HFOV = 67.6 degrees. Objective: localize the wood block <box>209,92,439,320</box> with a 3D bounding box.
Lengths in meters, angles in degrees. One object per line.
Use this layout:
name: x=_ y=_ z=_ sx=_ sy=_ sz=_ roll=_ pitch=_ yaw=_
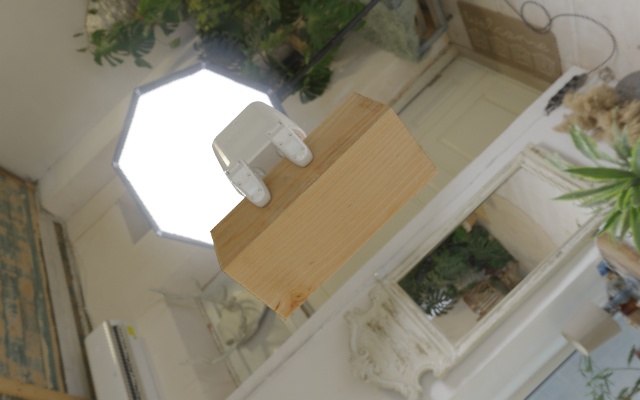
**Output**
wood block: x=0.000 y=0.002 z=0.475 sx=0.091 sy=0.206 sz=0.090 roll=46 pitch=1 yaw=-29
